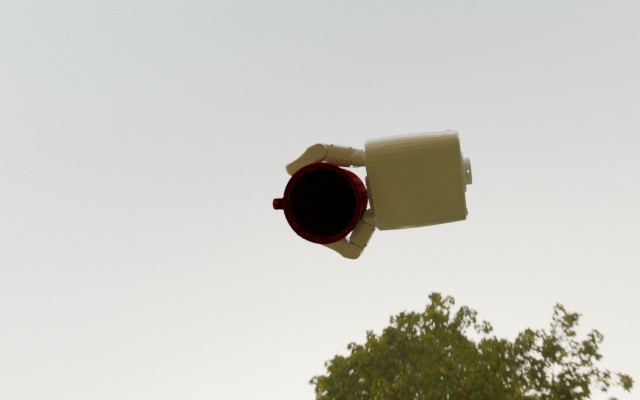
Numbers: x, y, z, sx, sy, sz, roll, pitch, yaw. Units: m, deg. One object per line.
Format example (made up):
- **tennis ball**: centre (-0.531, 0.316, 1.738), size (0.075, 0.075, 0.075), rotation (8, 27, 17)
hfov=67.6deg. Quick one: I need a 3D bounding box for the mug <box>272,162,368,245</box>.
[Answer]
- **mug**: centre (-0.001, 0.002, 0.578), size (0.117, 0.093, 0.081), rotation (-5, 2, 16)
